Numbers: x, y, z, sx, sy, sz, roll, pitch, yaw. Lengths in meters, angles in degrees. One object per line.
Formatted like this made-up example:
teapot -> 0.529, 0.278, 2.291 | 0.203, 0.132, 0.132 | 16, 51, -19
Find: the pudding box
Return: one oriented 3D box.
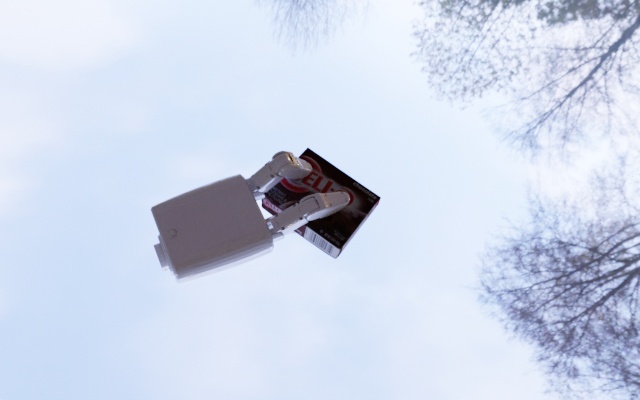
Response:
pudding box -> 0.000, 0.002, 0.567 | 0.113, 0.090, 0.039 | 36, -29, 8
